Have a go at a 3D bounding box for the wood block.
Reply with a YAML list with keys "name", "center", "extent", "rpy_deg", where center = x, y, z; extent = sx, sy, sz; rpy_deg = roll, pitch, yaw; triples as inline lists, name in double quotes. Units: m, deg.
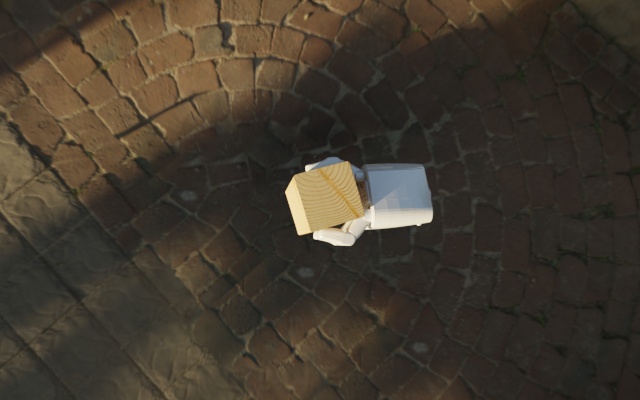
- name: "wood block"
  center: [0.000, 0.002, 0.811]
  extent: [0.090, 0.091, 0.206]
  rpy_deg: [-16, -3, -9]
